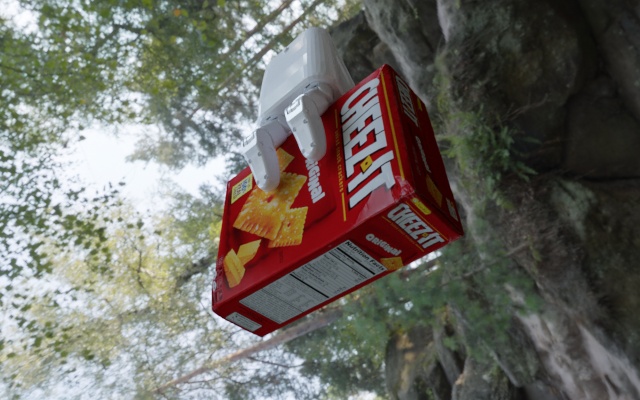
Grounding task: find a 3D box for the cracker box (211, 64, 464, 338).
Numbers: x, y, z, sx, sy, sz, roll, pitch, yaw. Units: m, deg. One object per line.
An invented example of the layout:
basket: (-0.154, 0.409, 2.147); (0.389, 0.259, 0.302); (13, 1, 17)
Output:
cracker box: (0.000, 0.002, 0.425); (0.214, 0.164, 0.072); (-33, -51, 28)
